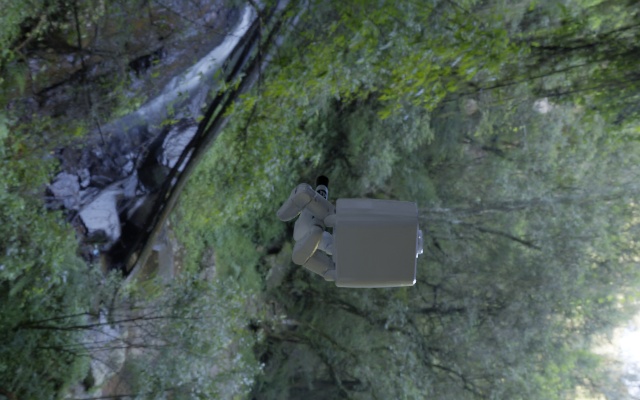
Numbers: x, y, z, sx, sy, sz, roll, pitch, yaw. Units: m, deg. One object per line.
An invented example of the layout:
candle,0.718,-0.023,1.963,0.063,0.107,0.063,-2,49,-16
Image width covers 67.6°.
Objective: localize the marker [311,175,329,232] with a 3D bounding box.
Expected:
marker,0.000,0.002,0.665,0.020,0.020,0.121,0,35,4
